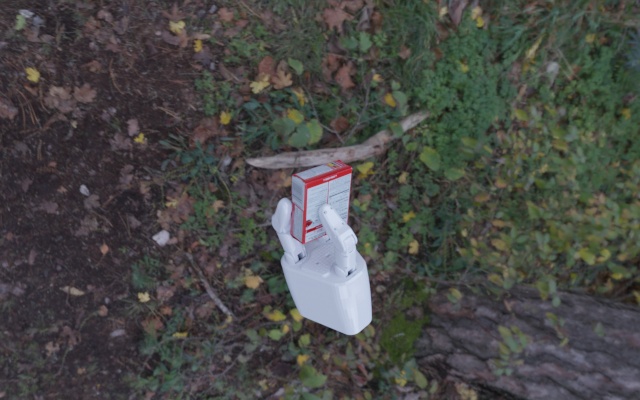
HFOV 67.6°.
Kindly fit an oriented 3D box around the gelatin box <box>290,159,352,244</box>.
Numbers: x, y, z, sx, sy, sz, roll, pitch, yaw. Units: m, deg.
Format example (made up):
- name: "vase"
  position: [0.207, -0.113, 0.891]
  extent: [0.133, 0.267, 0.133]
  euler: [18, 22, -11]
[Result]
- name: "gelatin box"
  position: [0.000, 0.002, 0.585]
  extent: [0.073, 0.089, 0.030]
  euler: [-21, 39, -34]
